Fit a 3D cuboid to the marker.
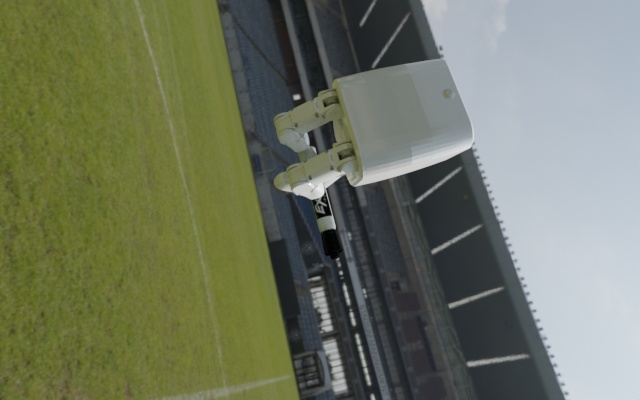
[{"bbox_3d":[0.000,0.002,0.488,0.020,0.121,0.020,-13,-19,-5],"label":"marker"}]
